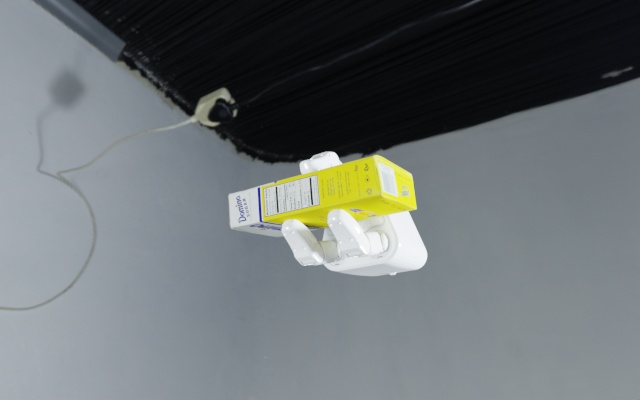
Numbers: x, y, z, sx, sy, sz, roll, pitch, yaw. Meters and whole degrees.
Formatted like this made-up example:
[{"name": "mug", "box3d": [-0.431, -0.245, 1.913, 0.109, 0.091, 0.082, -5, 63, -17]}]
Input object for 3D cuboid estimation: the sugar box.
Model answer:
[{"name": "sugar box", "box3d": [0.000, 0.002, 0.501, 0.176, 0.048, 0.093, -16, -18, 29]}]
